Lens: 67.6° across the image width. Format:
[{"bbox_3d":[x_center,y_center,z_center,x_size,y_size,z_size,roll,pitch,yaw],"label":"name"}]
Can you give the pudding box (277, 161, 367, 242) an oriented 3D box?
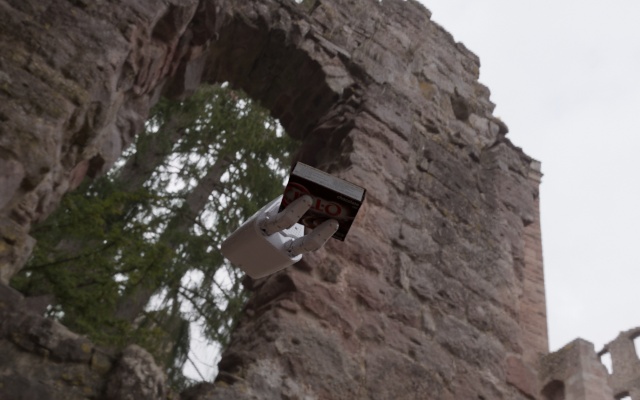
[{"bbox_3d":[0.000,0.002,0.707,0.113,0.090,0.039,20,44,-1],"label":"pudding box"}]
